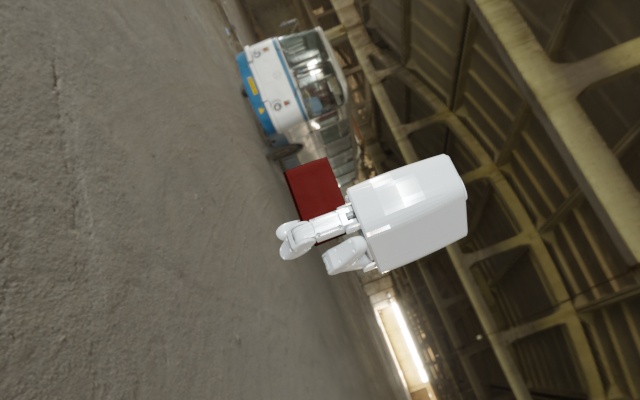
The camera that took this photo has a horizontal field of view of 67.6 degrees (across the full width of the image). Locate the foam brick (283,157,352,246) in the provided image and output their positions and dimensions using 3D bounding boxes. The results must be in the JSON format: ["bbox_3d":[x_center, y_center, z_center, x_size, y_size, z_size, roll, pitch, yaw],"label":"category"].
[{"bbox_3d":[0.000,0.001,0.521,0.051,0.078,0.053,-23,-21,4],"label":"foam brick"}]
